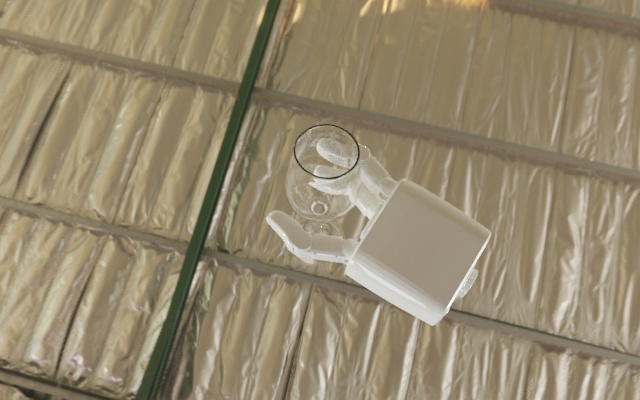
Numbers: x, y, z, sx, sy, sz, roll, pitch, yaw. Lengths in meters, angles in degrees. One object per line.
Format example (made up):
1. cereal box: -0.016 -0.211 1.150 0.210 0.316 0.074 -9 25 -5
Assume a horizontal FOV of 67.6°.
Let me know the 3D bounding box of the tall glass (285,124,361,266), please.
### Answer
1. tall glass: 0.000 0.002 0.526 0.079 0.079 0.201 0 -29 -4
